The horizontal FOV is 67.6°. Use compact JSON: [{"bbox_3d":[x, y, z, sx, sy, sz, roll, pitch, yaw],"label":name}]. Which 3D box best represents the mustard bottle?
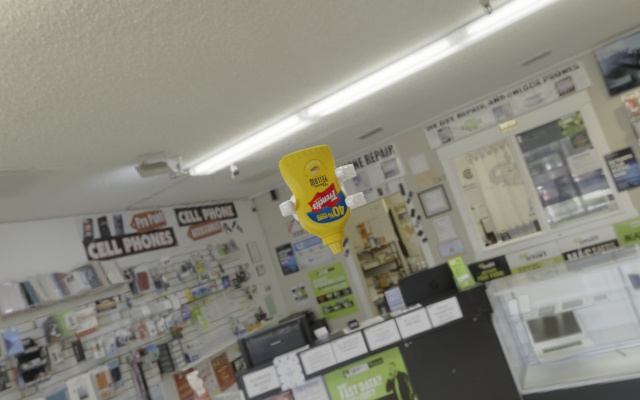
[{"bbox_3d":[0.000,0.002,0.851,0.096,0.191,0.058,-17,-6,-23],"label":"mustard bottle"}]
